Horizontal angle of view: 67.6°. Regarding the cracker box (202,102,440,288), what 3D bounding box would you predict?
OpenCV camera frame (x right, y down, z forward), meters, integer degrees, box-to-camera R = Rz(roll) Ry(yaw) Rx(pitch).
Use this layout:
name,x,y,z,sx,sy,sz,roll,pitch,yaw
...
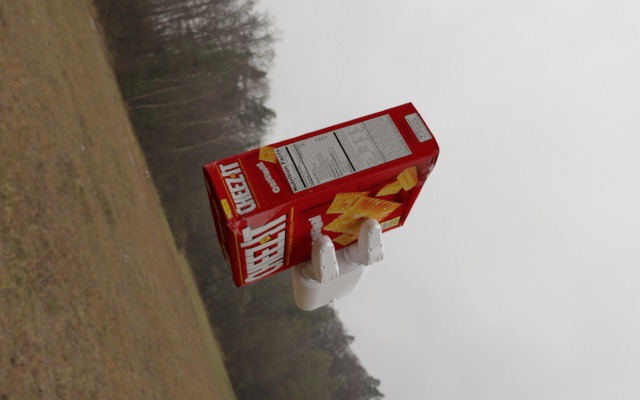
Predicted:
name,x,y,z,sx,sy,sz,roll,pitch,yaw
cracker box,0.000,0.001,0.494,0.213,0.072,0.164,-20,-25,-16
